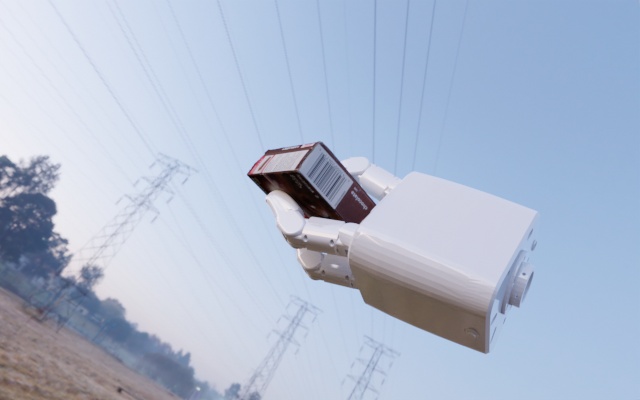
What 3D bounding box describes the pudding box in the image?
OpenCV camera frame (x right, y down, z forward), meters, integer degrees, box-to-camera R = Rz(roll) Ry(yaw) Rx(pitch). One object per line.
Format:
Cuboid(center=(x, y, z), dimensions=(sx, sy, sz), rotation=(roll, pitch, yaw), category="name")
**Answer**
Cuboid(center=(0.000, 0.001, 0.426), dimensions=(0.113, 0.039, 0.090), rotation=(49, -26, -24), category="pudding box")
